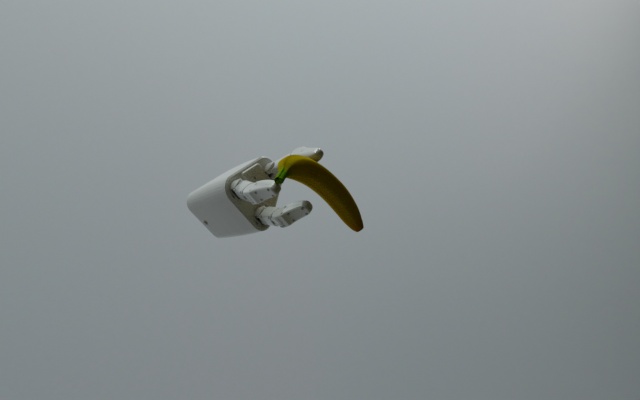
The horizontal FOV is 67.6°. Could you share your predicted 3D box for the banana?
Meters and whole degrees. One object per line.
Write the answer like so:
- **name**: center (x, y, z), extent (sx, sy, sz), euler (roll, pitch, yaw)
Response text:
- **banana**: center (0.000, -0.016, 0.679), extent (0.037, 0.069, 0.198), euler (-14, -30, 37)
